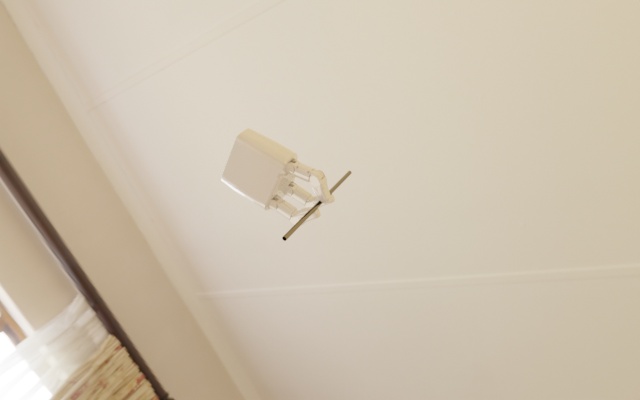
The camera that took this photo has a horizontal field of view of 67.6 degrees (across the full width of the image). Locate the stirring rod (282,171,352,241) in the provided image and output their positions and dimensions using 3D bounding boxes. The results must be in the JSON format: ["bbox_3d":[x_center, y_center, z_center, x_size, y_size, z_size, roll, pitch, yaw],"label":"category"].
[{"bbox_3d":[0.000,0.003,0.835,0.011,0.011,0.239,0,28,32],"label":"stirring rod"}]
